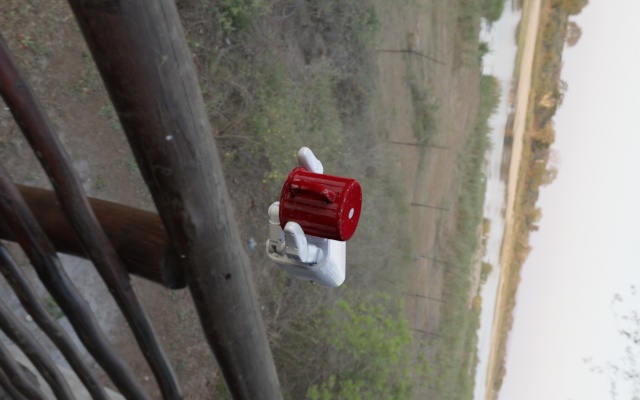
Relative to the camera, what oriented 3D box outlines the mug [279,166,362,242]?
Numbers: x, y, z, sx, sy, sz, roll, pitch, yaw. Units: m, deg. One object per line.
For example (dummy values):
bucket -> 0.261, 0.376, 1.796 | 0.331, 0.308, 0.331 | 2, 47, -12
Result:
mug -> 0.000, 0.001, 0.604 | 0.081, 0.093, 0.117 | 11, -20, 22
